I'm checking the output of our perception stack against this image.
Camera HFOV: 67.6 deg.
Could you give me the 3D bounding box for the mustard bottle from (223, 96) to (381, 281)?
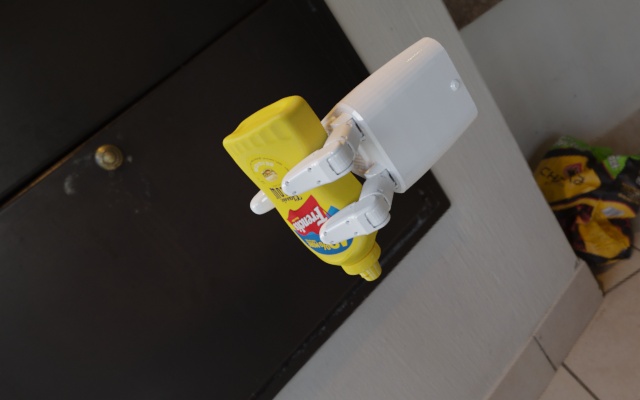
[{"bbox_3d":[0.000,0.001,0.438,0.096,0.192,0.058,-13,32,46],"label":"mustard bottle"}]
